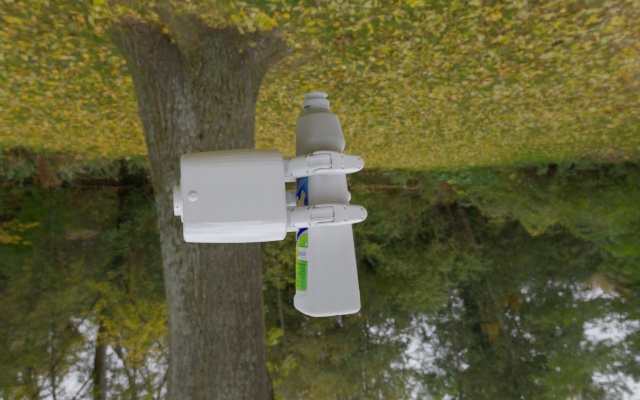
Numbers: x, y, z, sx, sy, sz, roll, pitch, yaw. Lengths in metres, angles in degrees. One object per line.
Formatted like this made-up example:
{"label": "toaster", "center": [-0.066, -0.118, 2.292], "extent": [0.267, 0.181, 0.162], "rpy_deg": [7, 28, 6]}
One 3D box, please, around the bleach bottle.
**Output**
{"label": "bleach bottle", "center": [0.000, 0.002, 0.561], "extent": [0.068, 0.251, 0.102], "rpy_deg": [-2, -5, -14]}
